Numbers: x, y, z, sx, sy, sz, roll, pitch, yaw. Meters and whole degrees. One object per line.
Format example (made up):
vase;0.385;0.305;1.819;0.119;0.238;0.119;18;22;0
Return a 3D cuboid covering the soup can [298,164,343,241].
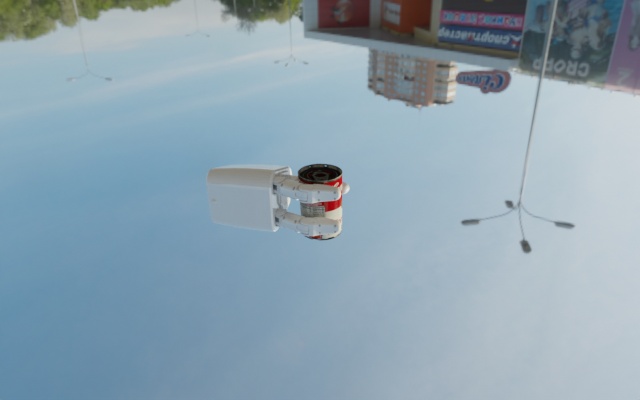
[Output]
soup can;0.001;0.003;0.740;0.068;0.102;0.068;-1;26;0
